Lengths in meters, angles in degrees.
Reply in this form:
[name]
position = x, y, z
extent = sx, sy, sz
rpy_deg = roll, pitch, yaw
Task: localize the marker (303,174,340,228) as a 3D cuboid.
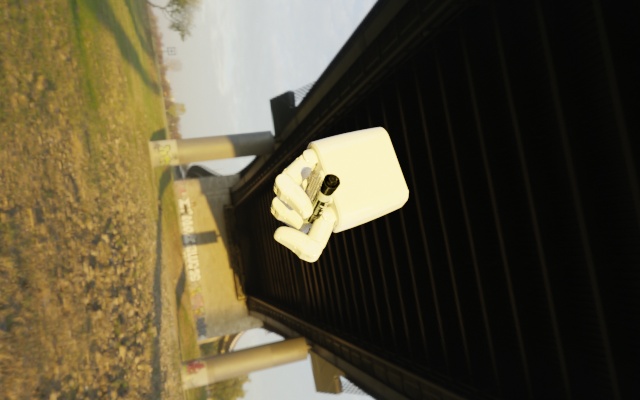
[marker]
position = 0.000, 0.002, 0.559
extent = 0.020, 0.020, 0.121
rpy_deg = 0, -25, -14
